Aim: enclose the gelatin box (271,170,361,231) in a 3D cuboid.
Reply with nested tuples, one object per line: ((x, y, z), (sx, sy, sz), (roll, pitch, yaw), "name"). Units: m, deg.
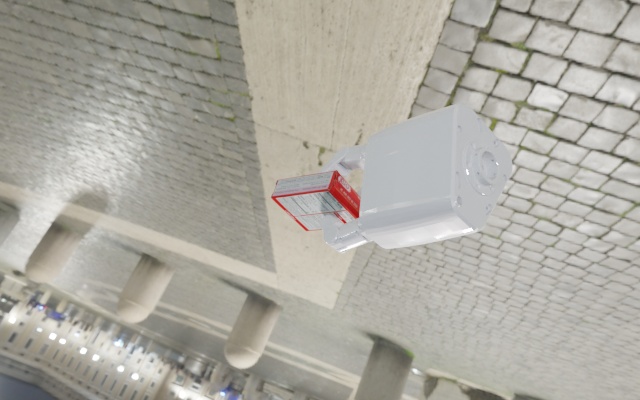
((0.000, 0.002, 0.547), (0.089, 0.030, 0.073), (-8, -39, 37), "gelatin box")
